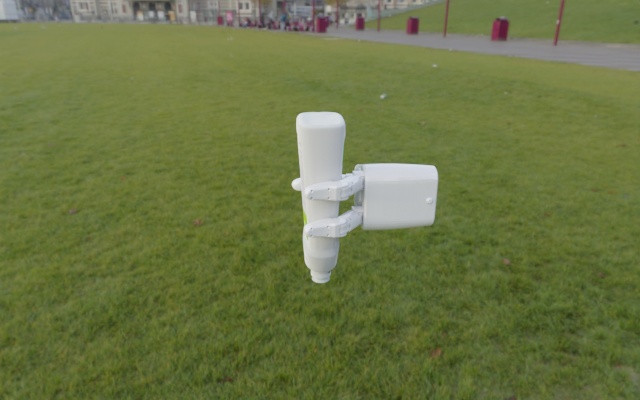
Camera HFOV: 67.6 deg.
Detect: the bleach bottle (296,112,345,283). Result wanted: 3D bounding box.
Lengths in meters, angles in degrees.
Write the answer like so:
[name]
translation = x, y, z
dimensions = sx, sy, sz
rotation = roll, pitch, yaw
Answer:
[bleach bottle]
translation = 0.000, 0.002, 0.710
dimensions = 0.068, 0.251, 0.102
rotation = -1, 22, -3
